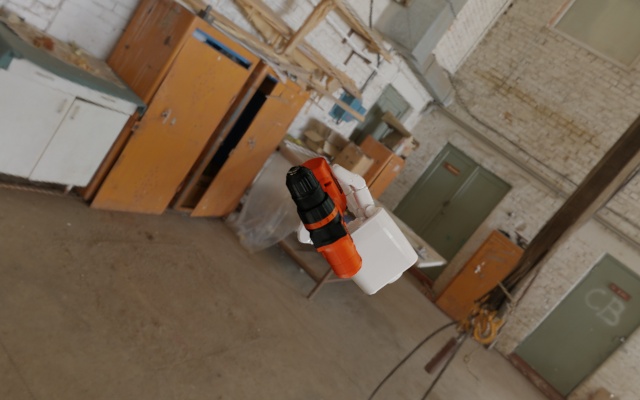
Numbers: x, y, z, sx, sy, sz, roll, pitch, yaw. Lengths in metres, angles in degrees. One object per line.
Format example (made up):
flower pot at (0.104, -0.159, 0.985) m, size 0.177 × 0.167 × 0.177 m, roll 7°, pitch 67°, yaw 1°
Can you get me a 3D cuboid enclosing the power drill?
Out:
power drill at (0.000, 0.002, 0.722) m, size 0.057 × 0.184 × 0.187 m, roll -23°, pitch 25°, yaw 9°
